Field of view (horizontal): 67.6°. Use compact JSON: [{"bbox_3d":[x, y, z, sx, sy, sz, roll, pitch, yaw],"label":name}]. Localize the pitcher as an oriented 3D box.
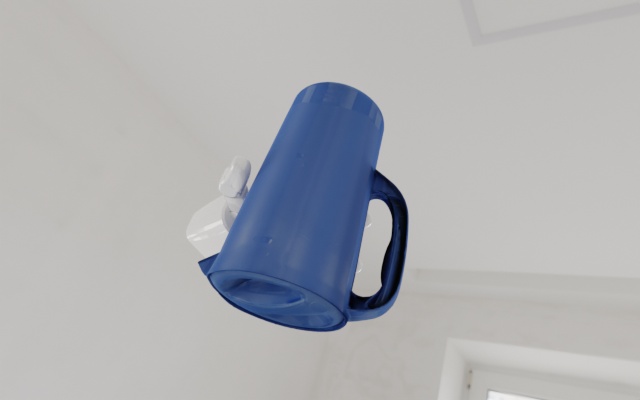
[{"bbox_3d":[0.000,0.002,0.484,0.149,0.242,0.145,34,-33,-26],"label":"pitcher"}]
